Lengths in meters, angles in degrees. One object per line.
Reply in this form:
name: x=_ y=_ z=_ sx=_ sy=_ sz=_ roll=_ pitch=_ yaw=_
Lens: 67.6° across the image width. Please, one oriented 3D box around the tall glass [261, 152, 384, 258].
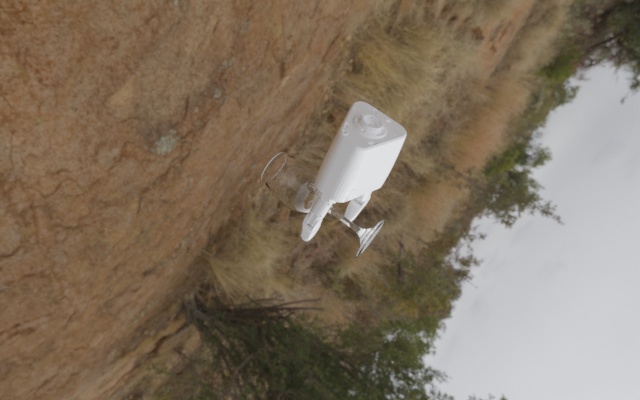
tall glass: x=0.001 y=0.003 z=0.770 sx=0.201 sy=0.079 sz=0.079 roll=36 pitch=9 yaw=13
